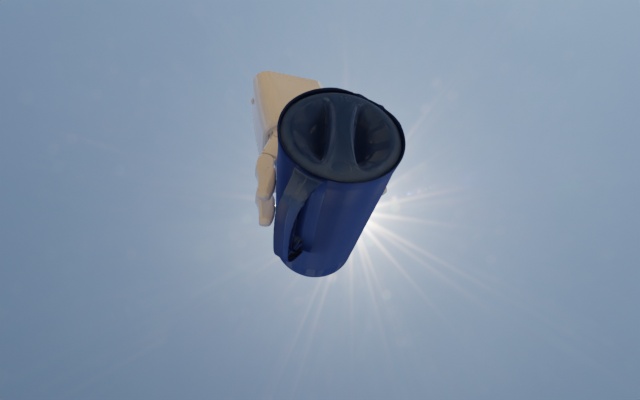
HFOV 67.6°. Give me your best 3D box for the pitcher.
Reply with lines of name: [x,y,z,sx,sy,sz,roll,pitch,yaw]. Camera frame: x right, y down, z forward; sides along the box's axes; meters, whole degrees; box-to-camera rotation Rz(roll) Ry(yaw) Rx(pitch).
pitcher: [0.000,0.002,0.574,0.149,0.145,0.243,-9,-33,-16]
